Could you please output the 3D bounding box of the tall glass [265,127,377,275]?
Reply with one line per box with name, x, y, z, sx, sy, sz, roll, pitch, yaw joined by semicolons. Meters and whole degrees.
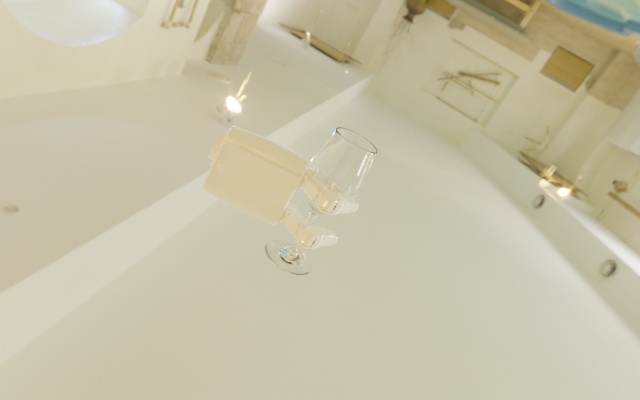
tall glass;0.000;0.003;0.647;0.079;0.201;0.079;26;22;-11
